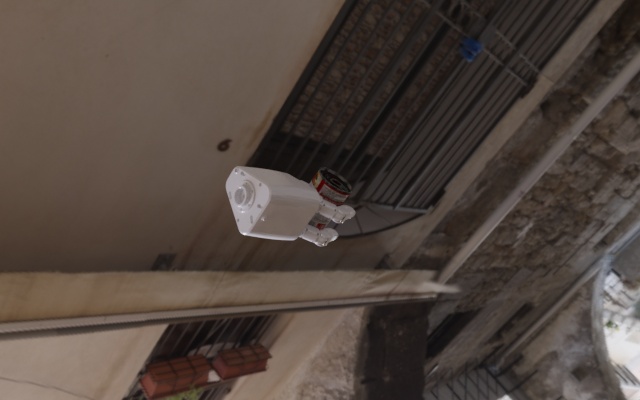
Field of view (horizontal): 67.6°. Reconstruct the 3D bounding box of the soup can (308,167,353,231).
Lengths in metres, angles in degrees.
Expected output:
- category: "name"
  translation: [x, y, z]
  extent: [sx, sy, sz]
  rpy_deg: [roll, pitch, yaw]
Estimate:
- category: "soup can"
  translation: [0.000, 0.003, 0.832]
  extent: [0.068, 0.102, 0.068]
  rpy_deg: [29, 23, -14]
